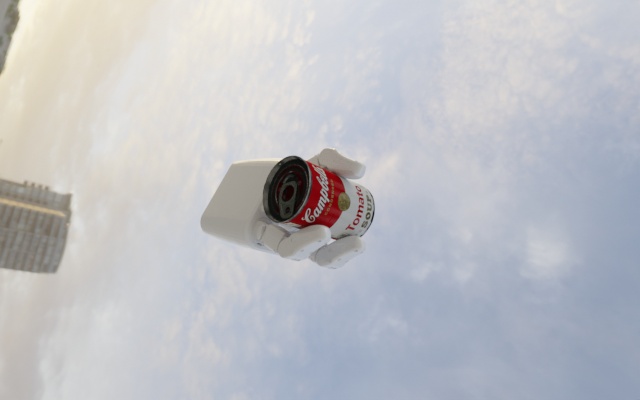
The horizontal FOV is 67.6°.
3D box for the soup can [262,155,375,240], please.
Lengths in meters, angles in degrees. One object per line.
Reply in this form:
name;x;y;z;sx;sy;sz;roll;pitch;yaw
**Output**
soup can;0.001;0.002;0.495;0.068;0.068;0.102;0;-15;45
